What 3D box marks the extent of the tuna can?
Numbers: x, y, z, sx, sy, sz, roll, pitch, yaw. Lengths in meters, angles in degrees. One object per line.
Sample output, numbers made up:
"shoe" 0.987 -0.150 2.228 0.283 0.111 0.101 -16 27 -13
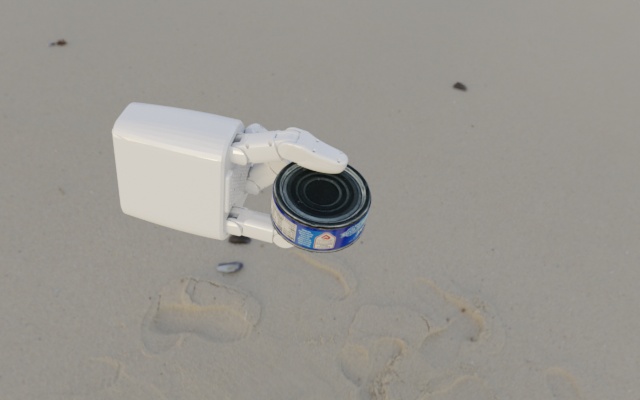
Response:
"tuna can" 0.000 0.001 0.412 0.086 0.086 0.034 0 -42 -10
